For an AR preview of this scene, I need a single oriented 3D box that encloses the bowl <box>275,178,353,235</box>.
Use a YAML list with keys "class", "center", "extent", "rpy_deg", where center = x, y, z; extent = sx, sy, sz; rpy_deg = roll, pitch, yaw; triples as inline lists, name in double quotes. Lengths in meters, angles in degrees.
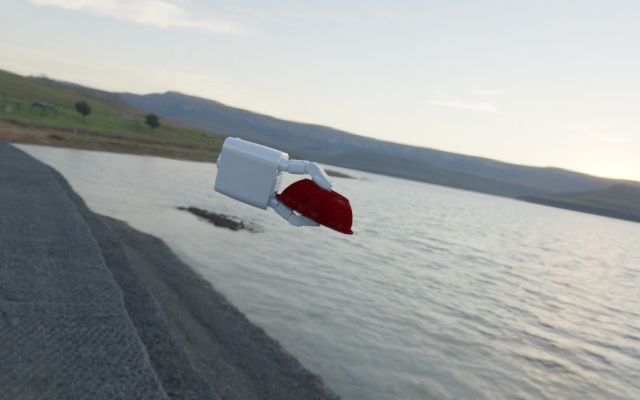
- class: "bowl"
  center: [0.002, 0.003, 0.882]
  extent: [0.162, 0.055, 0.162]
  rpy_deg: [27, 6, -3]
